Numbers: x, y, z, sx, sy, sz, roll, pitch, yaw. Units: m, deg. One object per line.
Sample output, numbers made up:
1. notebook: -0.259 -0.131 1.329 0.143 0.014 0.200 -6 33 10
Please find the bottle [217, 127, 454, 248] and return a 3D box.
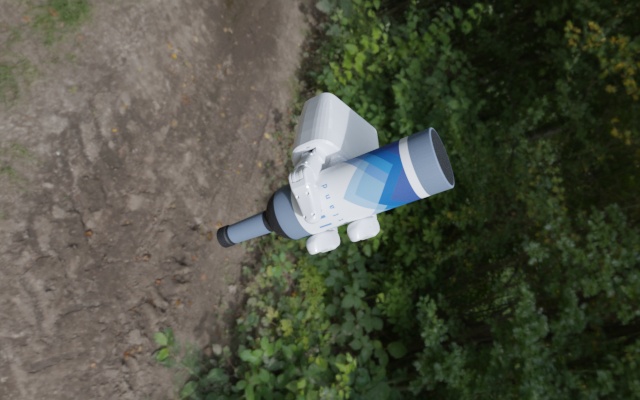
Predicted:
1. bottle: 0.000 0.002 0.552 0.296 0.069 0.069 -20 -9 25
